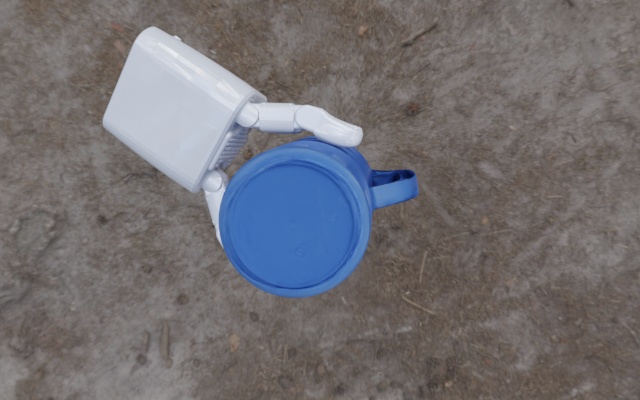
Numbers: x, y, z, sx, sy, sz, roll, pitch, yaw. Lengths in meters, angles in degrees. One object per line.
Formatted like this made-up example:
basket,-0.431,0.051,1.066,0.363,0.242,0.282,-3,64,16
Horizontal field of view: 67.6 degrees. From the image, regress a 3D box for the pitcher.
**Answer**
pitcher,0.000,0.001,0.442,0.145,0.149,0.243,36,8,-1
